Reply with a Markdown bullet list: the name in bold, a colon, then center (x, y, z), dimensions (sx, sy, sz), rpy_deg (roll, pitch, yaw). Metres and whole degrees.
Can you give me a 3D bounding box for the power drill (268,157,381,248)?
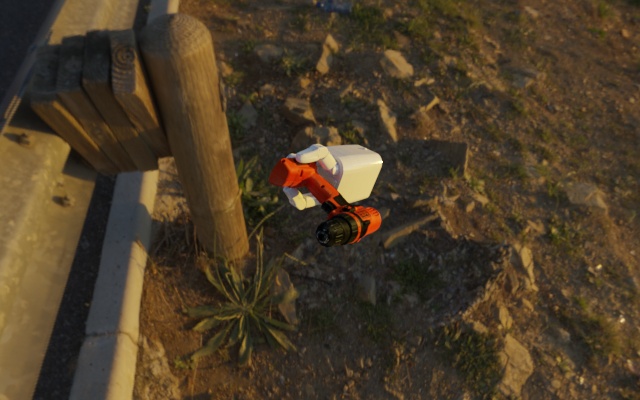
- **power drill**: center (0.000, 0.002, 0.816), dimensions (0.187, 0.057, 0.184), rpy_deg (43, 24, 19)
